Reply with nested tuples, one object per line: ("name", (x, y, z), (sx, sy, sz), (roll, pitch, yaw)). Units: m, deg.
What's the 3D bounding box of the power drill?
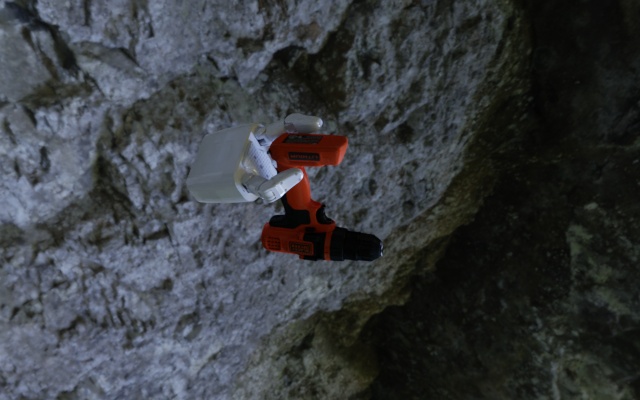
("power drill", (0.000, 0.002, 0.679), (0.184, 0.188, 0.057), (5, 26, 11))
